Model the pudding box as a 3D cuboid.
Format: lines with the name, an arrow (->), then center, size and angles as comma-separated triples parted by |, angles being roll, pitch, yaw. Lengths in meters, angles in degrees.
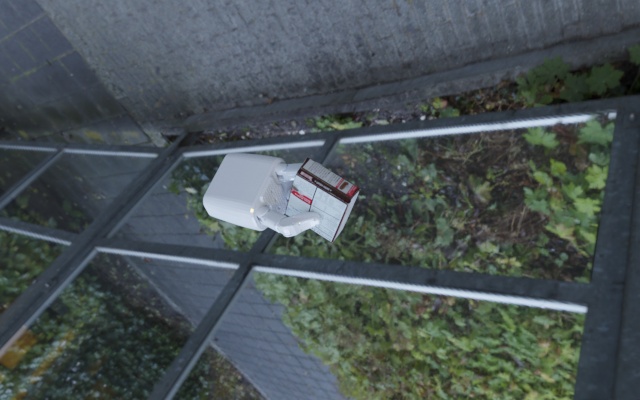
pudding box -> 0.000, 0.002, 0.701 | 0.090, 0.039, 0.114 | 31, -33, 8
